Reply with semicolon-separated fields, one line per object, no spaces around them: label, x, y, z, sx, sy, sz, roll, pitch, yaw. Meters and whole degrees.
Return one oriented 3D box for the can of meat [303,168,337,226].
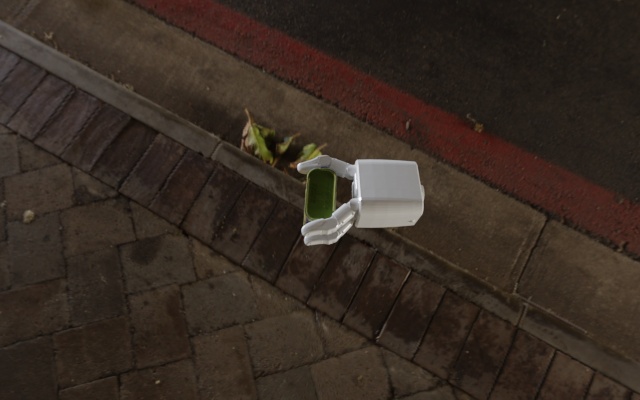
can of meat;0.000;0.003;0.833;0.057;0.102;0.084;4;-19;0
